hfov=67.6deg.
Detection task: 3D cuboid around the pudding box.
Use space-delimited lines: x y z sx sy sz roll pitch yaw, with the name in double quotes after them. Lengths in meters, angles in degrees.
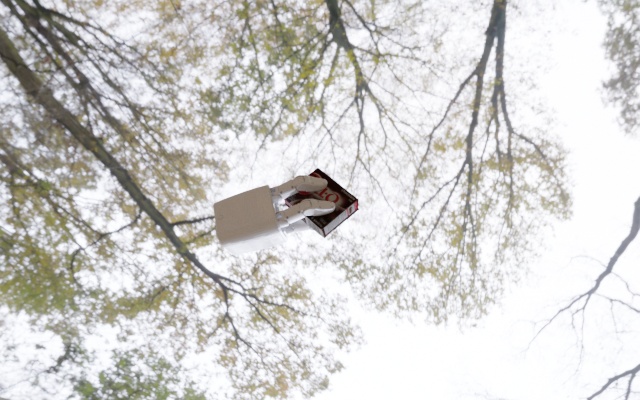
0.000 0.003 0.864 0.113 0.090 0.039 40 -20 29 "pudding box"
